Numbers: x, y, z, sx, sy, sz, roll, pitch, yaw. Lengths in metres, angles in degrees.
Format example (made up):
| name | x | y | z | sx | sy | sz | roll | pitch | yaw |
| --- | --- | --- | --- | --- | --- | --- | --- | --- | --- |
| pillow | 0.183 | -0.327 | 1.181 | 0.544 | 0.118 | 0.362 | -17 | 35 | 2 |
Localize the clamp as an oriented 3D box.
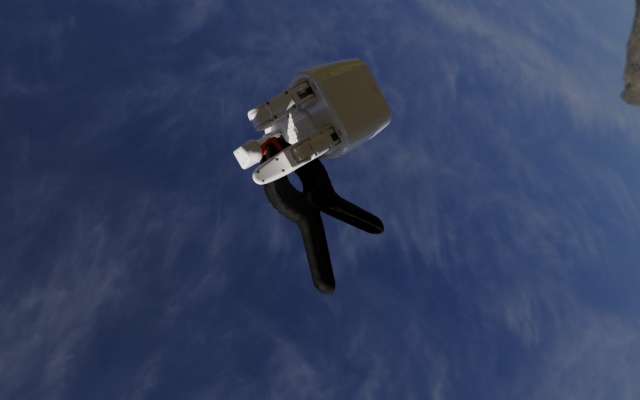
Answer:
| name | x | y | z | sx | sy | sz | roll | pitch | yaw |
| --- | --- | --- | --- | --- | --- | --- | --- | --- | --- |
| clamp | 0.000 | 0.002 | 0.522 | 0.039 | 0.171 | 0.120 | -24 | 6 | 45 |
